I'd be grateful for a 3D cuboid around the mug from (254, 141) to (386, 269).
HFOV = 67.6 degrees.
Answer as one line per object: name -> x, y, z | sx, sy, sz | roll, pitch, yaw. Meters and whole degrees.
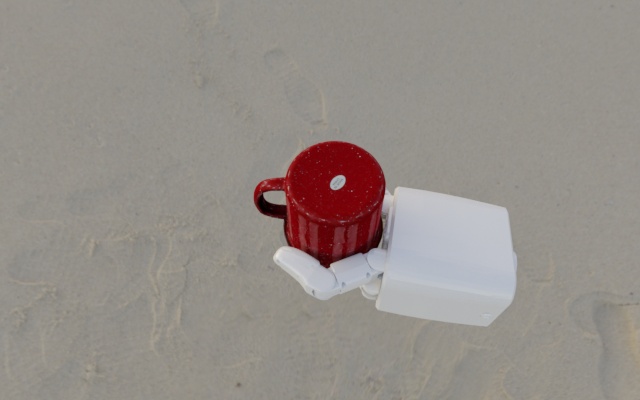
mug -> -0.001, 0.001, 0.412 | 0.117, 0.093, 0.081 | 8, -30, 5
